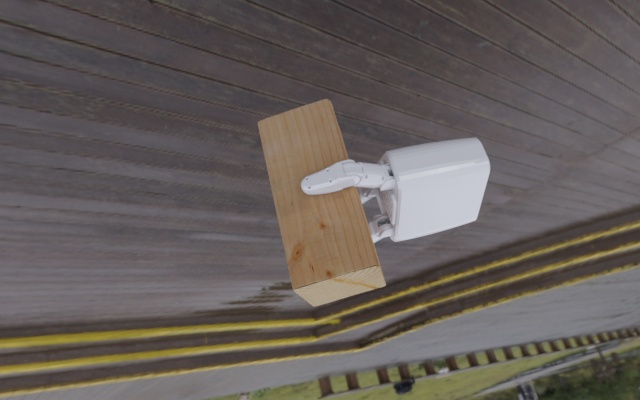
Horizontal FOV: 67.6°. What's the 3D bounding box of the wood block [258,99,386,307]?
[{"bbox_3d":[0.000,0.002,0.545,0.090,0.206,0.091,-17,-25,5],"label":"wood block"}]
